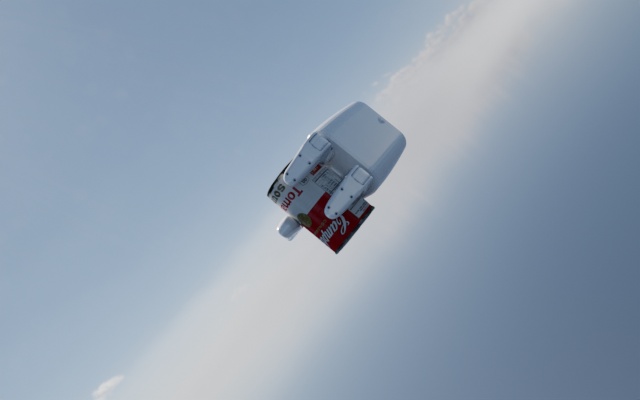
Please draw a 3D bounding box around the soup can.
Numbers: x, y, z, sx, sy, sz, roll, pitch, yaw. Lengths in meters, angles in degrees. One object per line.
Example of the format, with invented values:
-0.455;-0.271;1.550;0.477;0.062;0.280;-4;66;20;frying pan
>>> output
0.000;0.002;0.531;0.102;0.068;0.068;39;3;3;soup can
